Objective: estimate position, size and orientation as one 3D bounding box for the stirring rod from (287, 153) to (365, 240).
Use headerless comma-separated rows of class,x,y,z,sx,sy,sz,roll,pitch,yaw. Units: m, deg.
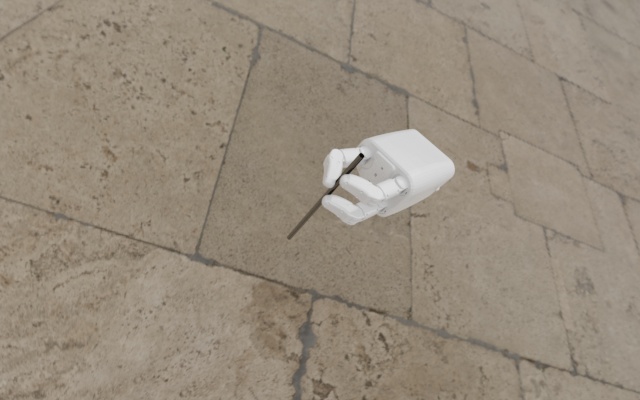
stirring rod,0.000,0.002,0.685,0.011,0.011,0.240,0,-29,-29
